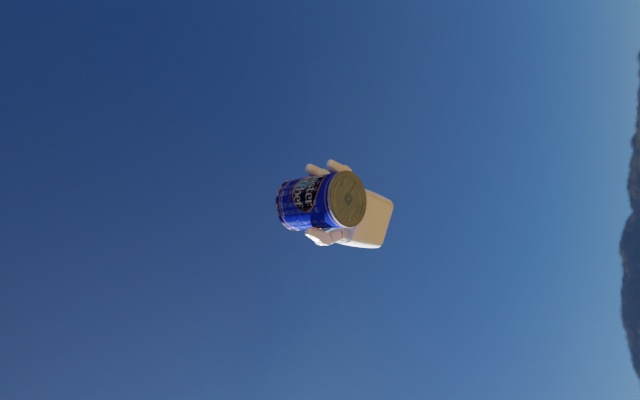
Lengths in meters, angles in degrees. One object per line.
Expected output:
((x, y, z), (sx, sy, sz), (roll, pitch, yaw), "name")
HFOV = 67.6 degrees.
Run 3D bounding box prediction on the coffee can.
((0.000, 0.003, 0.894), (0.140, 0.103, 0.103), (-6, -4, 42), "coffee can")
